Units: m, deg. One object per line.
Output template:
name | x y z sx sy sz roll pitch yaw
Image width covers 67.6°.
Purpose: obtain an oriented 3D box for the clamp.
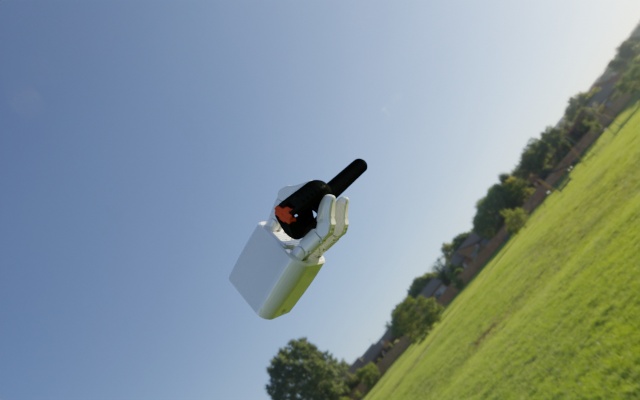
clamp | -0.001 0.002 0.715 0.036 0.164 0.210 33 11 20
